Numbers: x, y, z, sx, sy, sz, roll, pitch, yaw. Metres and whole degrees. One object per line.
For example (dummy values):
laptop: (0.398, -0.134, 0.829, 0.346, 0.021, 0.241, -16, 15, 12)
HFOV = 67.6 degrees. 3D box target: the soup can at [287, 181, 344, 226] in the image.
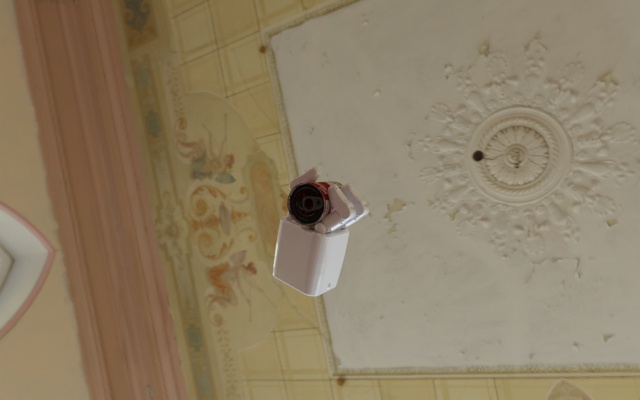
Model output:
soup can: (0.000, 0.002, 0.793, 0.068, 0.068, 0.102, 0, 4, 28)
